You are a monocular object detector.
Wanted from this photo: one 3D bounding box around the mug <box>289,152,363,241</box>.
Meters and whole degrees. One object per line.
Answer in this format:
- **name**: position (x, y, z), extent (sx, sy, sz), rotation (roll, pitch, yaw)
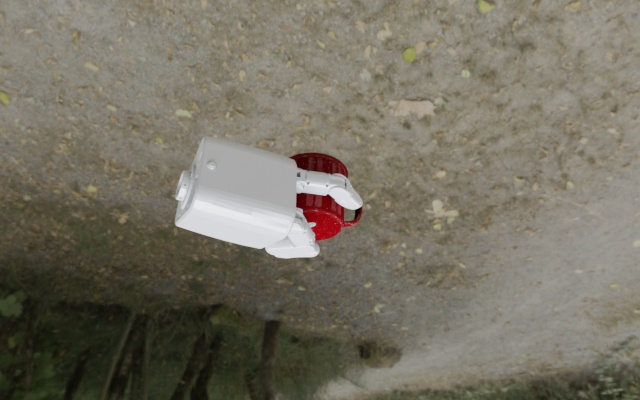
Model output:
- **mug**: position (0.001, 0.003, 0.612), extent (0.117, 0.081, 0.093), rotation (16, -35, -21)
